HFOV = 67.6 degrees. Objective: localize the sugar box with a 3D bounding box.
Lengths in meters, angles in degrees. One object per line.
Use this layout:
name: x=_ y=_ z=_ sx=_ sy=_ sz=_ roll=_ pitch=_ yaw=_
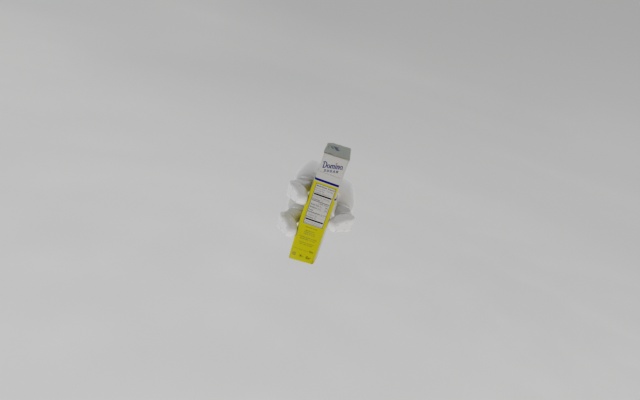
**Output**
sugar box: x=0.000 y=0.002 z=0.745 sx=0.048 sy=0.176 sz=0.093 roll=16 pitch=17 yaw=0
